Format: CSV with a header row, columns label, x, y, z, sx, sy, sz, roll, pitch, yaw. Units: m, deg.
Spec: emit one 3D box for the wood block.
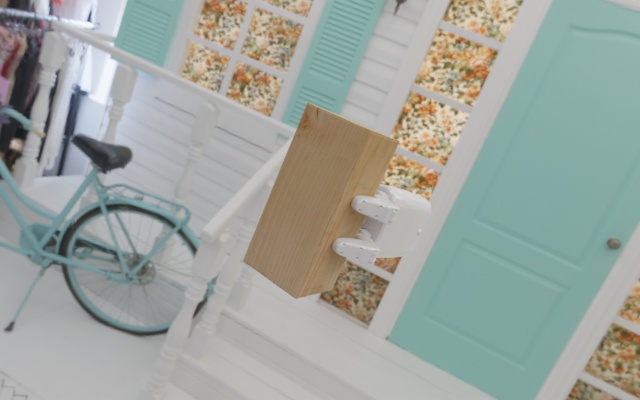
label,x,y,z,sx,sy,sz,roll,pitch,yaw
wood block,0.000,0.002,0.576,0.091,0.206,0.090,30,13,29
